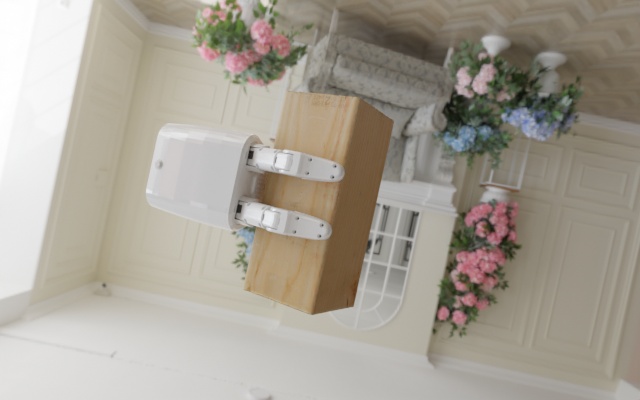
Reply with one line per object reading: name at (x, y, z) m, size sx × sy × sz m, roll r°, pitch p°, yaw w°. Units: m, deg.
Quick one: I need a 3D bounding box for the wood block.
wood block at (0.000, 0.002, 0.499) m, size 0.090 × 0.206 × 0.091 m, roll 13°, pitch 1°, yaw 30°
